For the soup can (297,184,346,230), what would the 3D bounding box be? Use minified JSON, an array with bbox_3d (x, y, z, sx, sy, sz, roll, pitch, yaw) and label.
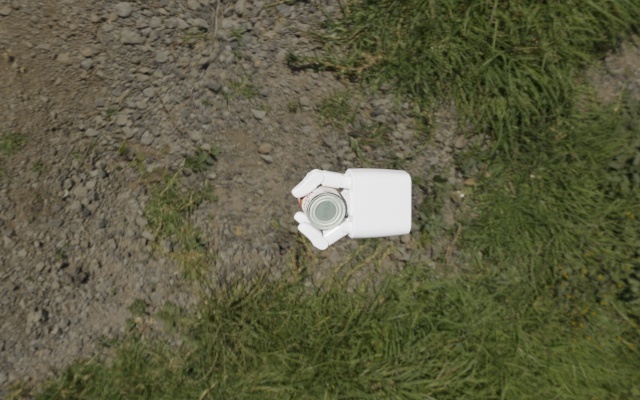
[{"bbox_3d":[0.000,0.003,0.827,0.068,0.068,0.102,0,19,-12],"label":"soup can"}]
